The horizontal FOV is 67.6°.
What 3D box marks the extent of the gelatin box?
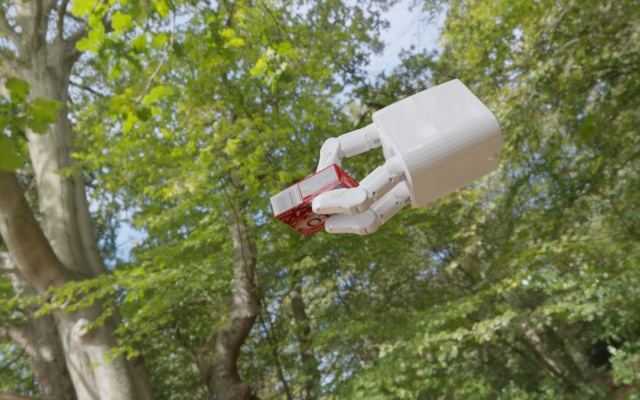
[{"bbox_3d":[0.000,0.002,0.542,0.089,0.030,0.073,-27,-31,17],"label":"gelatin box"}]
